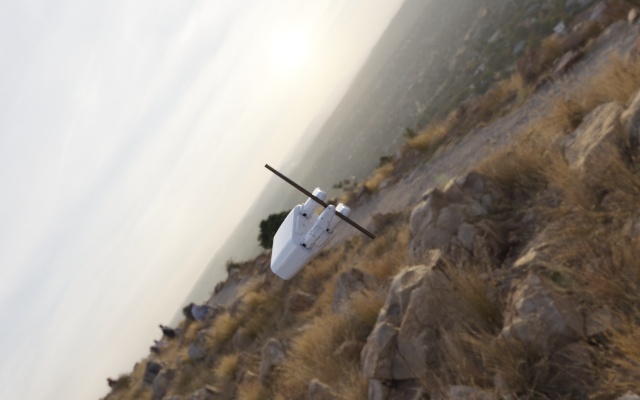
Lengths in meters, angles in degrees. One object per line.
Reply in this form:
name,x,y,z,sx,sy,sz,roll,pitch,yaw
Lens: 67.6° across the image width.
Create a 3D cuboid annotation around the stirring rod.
stirring rod,0.000,0.003,0.867,0.239,0.011,0.011,34,-5,-7
